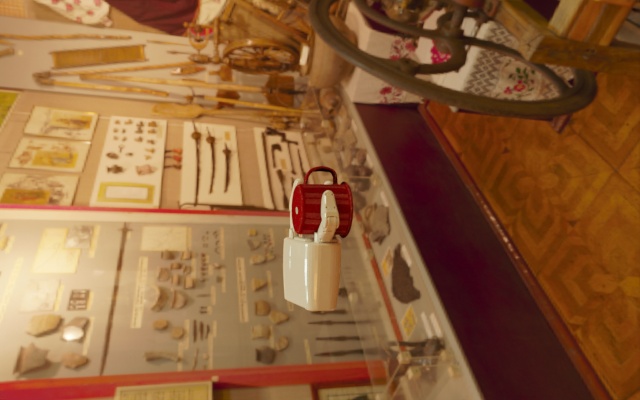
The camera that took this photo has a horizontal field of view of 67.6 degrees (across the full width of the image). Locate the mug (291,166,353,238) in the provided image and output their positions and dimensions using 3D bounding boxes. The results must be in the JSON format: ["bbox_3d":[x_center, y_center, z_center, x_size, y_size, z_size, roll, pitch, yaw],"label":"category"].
[{"bbox_3d":[0.000,0.001,0.773,0.081,0.117,0.093,1,-1,-16],"label":"mug"}]
